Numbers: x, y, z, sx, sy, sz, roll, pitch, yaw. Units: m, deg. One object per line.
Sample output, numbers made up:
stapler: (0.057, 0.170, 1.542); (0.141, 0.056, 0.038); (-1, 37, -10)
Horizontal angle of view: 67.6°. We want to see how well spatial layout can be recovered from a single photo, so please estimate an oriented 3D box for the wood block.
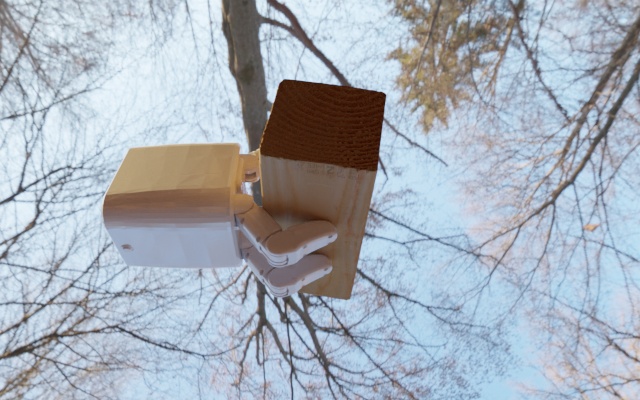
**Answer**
wood block: (0.000, 0.001, 0.446); (0.090, 0.090, 0.206); (8, -37, 3)
